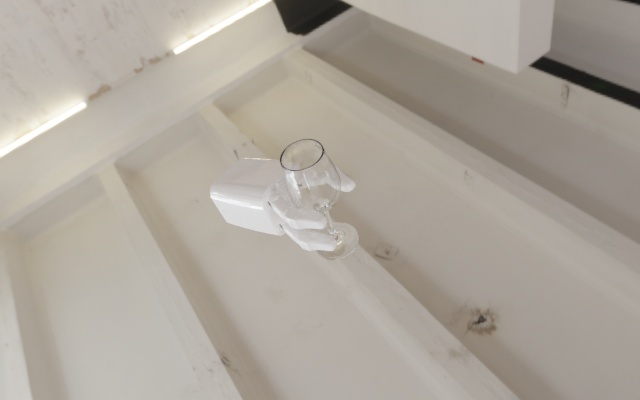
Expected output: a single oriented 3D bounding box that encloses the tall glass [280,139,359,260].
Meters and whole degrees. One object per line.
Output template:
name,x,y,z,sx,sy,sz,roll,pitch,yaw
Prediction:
tall glass,0.000,0.003,0.710,0.079,0.079,0.201,0,-40,19
